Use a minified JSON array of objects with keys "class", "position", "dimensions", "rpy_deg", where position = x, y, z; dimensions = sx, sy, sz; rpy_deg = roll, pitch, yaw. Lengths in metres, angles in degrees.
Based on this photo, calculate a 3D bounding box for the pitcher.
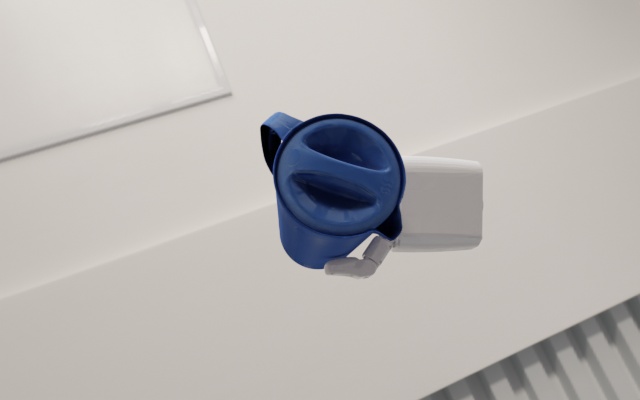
[{"class":"pitcher","position":[0.000,0.002,0.579],"dimensions":[0.145,0.149,0.243],"rpy_deg":[0,-19,-7]}]
